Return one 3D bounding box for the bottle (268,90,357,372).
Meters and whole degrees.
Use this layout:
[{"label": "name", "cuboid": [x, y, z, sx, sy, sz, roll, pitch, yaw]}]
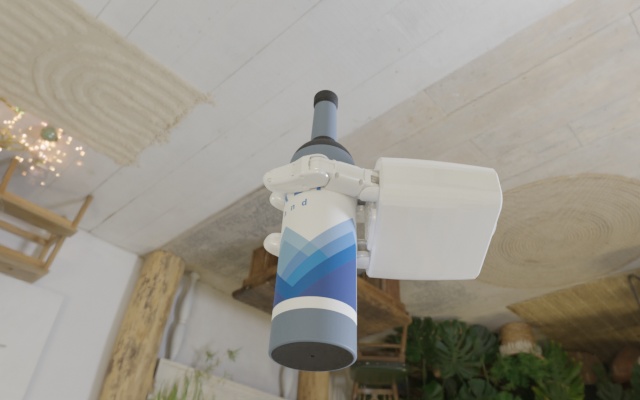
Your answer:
[{"label": "bottle", "cuboid": [0.000, 0.002, 0.446, 0.069, 0.295, 0.069, 2, -38, 1]}]
